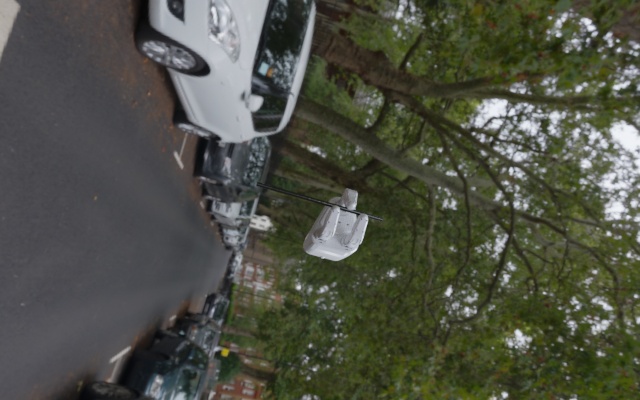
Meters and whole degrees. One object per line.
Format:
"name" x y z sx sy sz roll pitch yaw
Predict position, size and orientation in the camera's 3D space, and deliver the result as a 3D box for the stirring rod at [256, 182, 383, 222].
"stirring rod" 0.000 0.003 0.873 0.239 0.011 0.011 16 -2 -8
